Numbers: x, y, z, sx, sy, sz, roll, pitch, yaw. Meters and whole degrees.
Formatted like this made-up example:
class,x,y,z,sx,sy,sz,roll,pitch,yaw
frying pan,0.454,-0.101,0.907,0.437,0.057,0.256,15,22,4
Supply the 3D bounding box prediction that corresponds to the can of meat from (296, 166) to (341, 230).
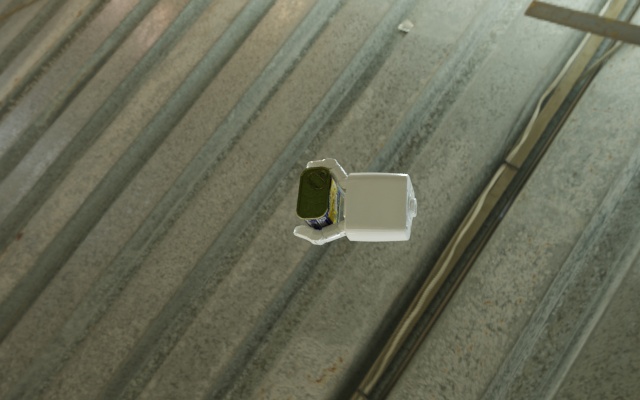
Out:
class,x,y,z,sx,sy,sz,roll,pitch,yaw
can of meat,0.000,0.003,0.868,0.057,0.102,0.084,-4,-27,18
